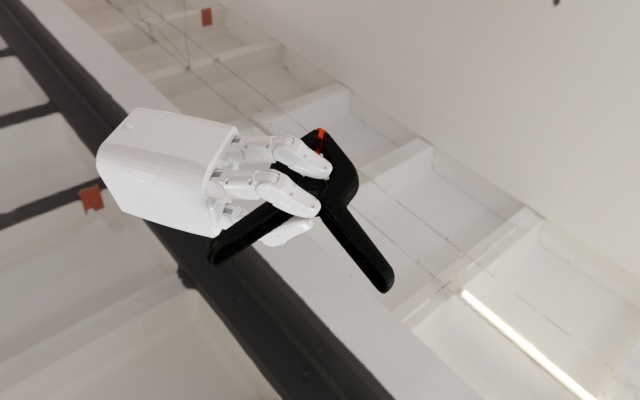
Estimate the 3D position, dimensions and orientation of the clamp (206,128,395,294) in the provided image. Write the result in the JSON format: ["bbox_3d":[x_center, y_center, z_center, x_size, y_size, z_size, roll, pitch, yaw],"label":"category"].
[{"bbox_3d":[0.000,0.002,0.477,0.164,0.036,0.209,15,43,2],"label":"clamp"}]
